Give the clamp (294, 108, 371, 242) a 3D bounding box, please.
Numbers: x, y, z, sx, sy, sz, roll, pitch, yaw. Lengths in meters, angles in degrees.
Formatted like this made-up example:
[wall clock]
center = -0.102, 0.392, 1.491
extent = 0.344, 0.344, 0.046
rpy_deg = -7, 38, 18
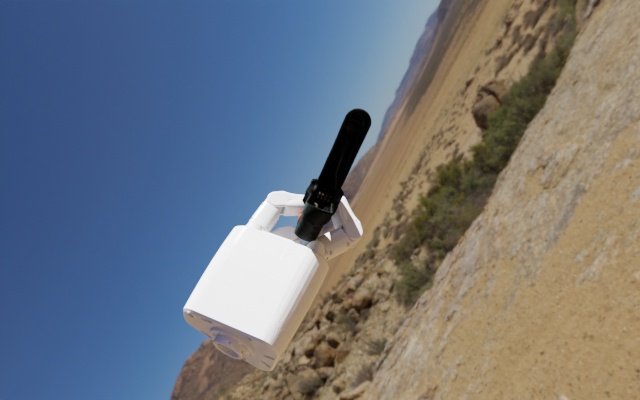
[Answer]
[clamp]
center = 0.000, 0.001, 0.469
extent = 0.039, 0.120, 0.172
rpy_deg = 28, -34, 4
